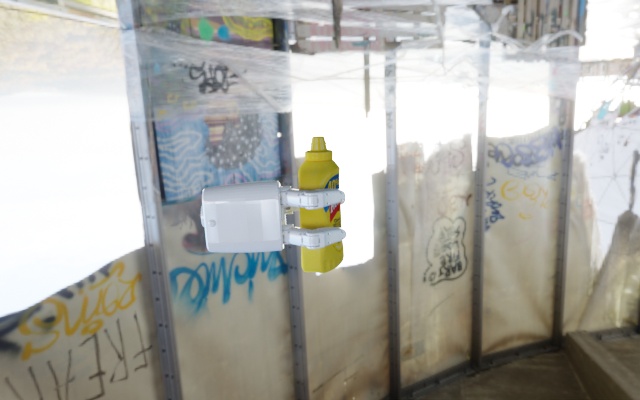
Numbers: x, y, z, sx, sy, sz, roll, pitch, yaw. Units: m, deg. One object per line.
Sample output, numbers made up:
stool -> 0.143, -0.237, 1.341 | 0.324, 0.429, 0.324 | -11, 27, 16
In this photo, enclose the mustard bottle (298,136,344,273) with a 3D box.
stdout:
mustard bottle -> 0.000, 0.003, 0.700 | 0.058, 0.192, 0.096 | 2, 13, 21
